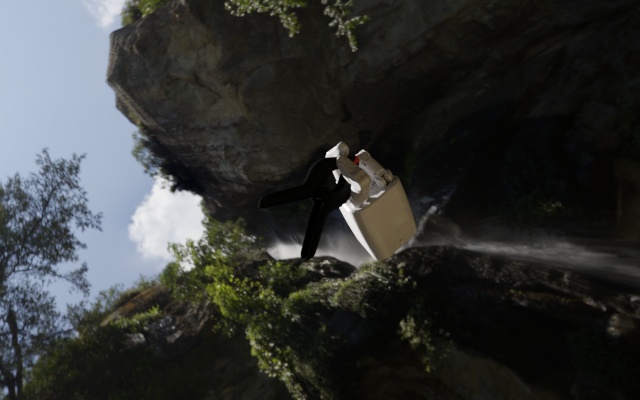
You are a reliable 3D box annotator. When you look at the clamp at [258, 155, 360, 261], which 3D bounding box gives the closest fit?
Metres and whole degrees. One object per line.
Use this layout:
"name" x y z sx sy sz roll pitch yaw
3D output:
"clamp" 0.000 0.002 0.703 0.171 0.120 0.039 -37 29 -21
